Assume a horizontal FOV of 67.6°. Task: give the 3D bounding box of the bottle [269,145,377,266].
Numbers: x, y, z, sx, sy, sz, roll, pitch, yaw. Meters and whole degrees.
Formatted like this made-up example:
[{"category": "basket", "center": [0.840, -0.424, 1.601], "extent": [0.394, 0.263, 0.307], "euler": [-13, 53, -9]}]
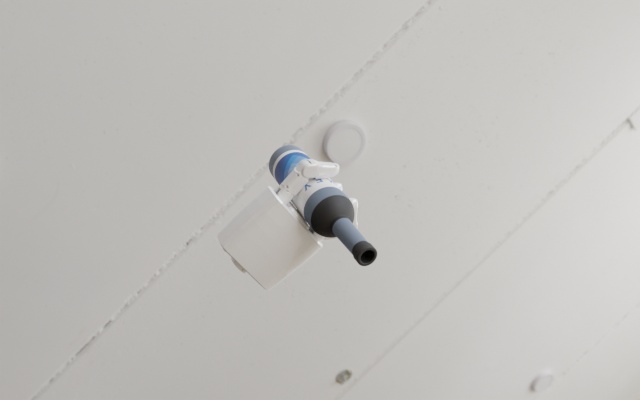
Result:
[{"category": "bottle", "center": [0.000, 0.002, 0.690], "extent": [0.069, 0.069, 0.295], "euler": [0, 26, -25]}]
